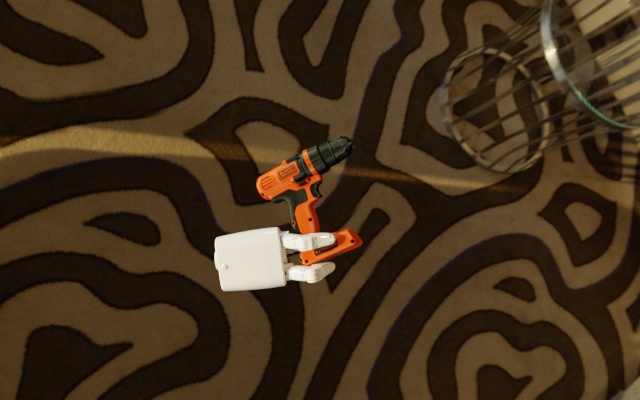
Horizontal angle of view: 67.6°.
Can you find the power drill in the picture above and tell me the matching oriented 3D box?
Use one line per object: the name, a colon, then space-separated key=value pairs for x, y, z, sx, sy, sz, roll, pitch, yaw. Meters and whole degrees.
power drill: x=0.000 y=0.003 z=0.807 sx=0.184 sy=0.187 sz=0.057 roll=-27 pitch=-15 yaw=15
